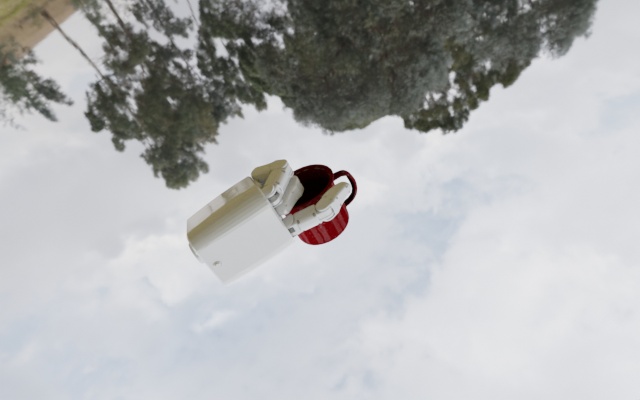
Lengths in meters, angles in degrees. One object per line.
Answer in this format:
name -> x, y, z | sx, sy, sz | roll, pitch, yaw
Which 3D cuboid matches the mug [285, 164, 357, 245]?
mug -> 0.001, 0.002, 0.677 | 0.117, 0.081, 0.093 | -33, 35, -7
